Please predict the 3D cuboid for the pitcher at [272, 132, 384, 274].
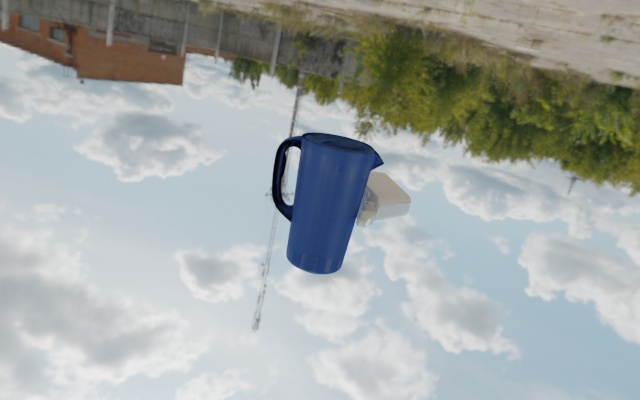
[{"bbox_3d":[0.000,0.003,0.862,0.145,0.243,0.149,-6,25,-44],"label":"pitcher"}]
